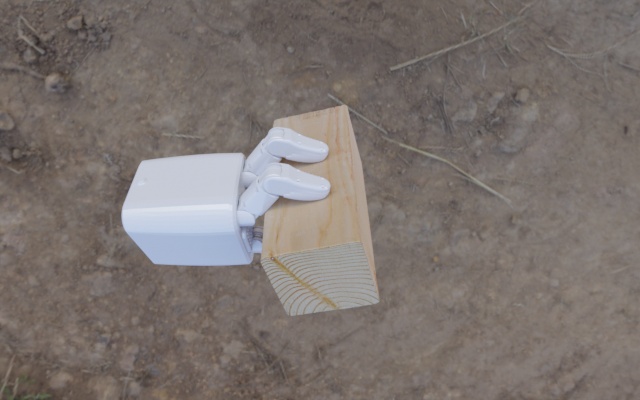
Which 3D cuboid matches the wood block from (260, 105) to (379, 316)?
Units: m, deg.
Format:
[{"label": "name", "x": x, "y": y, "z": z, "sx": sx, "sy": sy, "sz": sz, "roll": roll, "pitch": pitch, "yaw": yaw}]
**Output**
[{"label": "wood block", "x": 0.000, "y": 0.002, "z": 0.493, "sx": 0.090, "sy": 0.091, "sz": 0.206, "roll": -11, "pitch": 43, "yaw": 9}]
